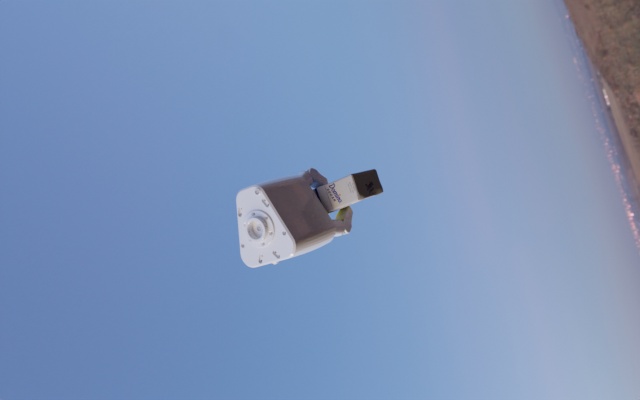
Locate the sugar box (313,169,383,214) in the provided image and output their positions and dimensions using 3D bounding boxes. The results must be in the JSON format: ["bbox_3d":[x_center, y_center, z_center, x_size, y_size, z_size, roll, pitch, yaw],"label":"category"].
[{"bbox_3d":[0.000,0.003,0.742,0.176,0.048,0.093,-18,-1,30],"label":"sugar box"}]
